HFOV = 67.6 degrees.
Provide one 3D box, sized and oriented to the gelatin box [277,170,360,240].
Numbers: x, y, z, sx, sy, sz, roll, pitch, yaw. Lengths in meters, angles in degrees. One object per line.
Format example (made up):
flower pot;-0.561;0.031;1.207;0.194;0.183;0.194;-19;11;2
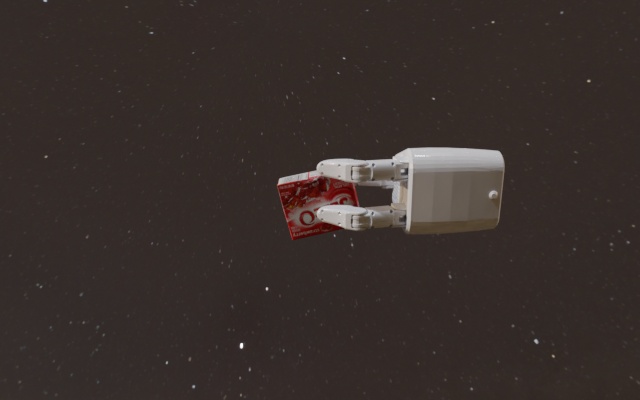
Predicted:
gelatin box;0.000;0.002;0.573;0.089;0.073;0.030;-12;19;6
